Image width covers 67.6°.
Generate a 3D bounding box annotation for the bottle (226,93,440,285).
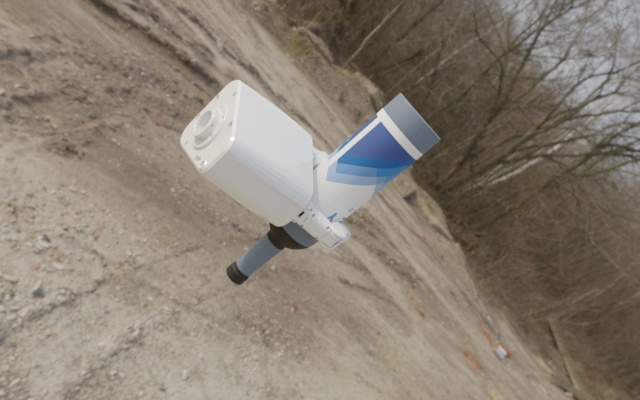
[{"bbox_3d":[0.000,0.002,0.552,0.296,0.069,0.069,-41,-14,16],"label":"bottle"}]
